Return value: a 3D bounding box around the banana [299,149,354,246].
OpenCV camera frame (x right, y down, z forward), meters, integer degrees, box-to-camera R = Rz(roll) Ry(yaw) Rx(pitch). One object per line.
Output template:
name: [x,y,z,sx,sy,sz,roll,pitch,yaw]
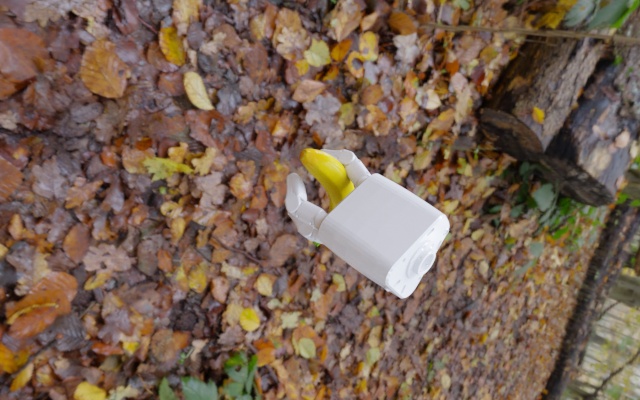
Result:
banana: [0.016,-0.004,0.646,0.069,0.198,0.037,-29,52,-18]
